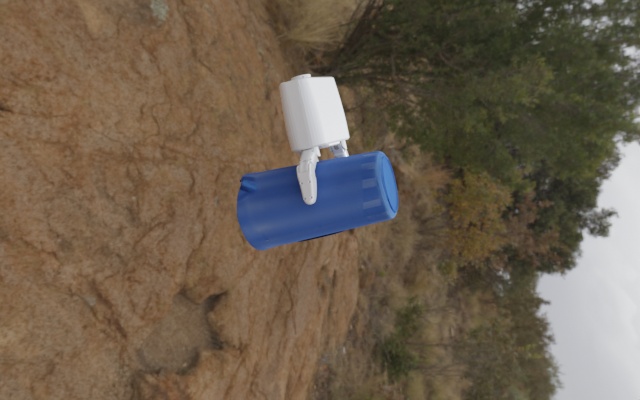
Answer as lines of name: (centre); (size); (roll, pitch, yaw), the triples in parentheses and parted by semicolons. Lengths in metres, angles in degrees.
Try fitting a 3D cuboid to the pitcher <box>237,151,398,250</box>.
pitcher: (0.000, 0.002, 0.780); (0.243, 0.145, 0.149); (-11, 7, 20)
